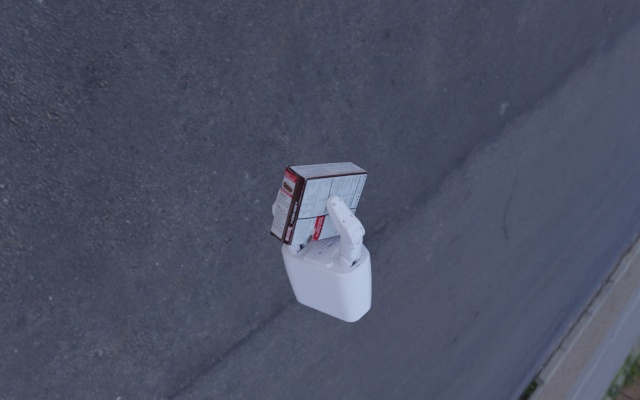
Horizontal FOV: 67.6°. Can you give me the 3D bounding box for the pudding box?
[{"bbox_3d":[0.000,0.002,0.578,0.039,0.090,0.113,31,26,36],"label":"pudding box"}]
